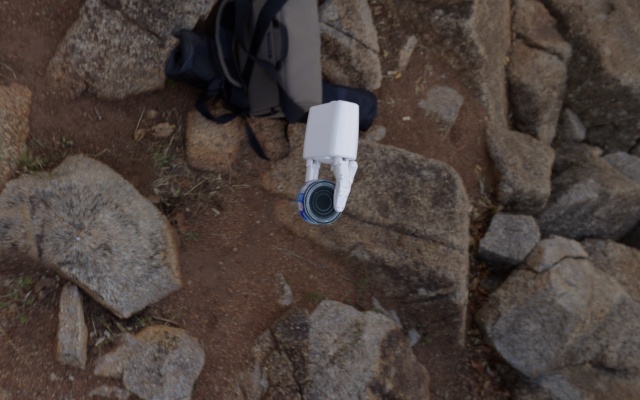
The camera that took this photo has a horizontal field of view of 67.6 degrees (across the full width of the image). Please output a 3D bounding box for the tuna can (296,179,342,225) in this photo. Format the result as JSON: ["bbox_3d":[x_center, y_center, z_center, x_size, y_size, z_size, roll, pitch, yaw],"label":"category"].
[{"bbox_3d":[0.000,0.003,0.891,0.086,0.086,0.034,0,2,-26],"label":"tuna can"}]
